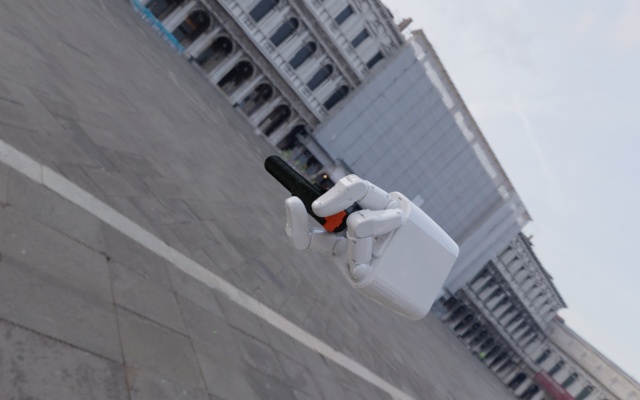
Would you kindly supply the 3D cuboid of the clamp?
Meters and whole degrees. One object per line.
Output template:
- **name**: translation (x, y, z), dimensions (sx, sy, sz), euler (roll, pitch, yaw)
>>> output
- **clamp**: translation (0.000, 0.001, 0.588), dimensions (0.120, 0.039, 0.171), euler (27, 11, -30)
